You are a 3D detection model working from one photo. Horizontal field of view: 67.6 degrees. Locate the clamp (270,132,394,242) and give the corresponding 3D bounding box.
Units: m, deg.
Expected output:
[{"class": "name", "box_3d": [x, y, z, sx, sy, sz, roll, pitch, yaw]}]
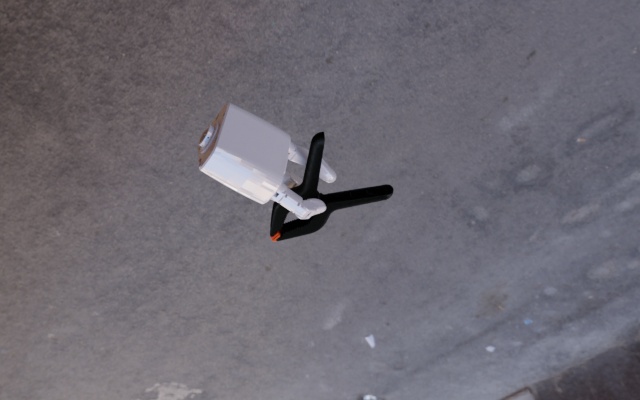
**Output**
[{"class": "clamp", "box_3d": [0.000, 0.003, 0.757, 0.164, 0.036, 0.210, 29, -57, -25]}]
